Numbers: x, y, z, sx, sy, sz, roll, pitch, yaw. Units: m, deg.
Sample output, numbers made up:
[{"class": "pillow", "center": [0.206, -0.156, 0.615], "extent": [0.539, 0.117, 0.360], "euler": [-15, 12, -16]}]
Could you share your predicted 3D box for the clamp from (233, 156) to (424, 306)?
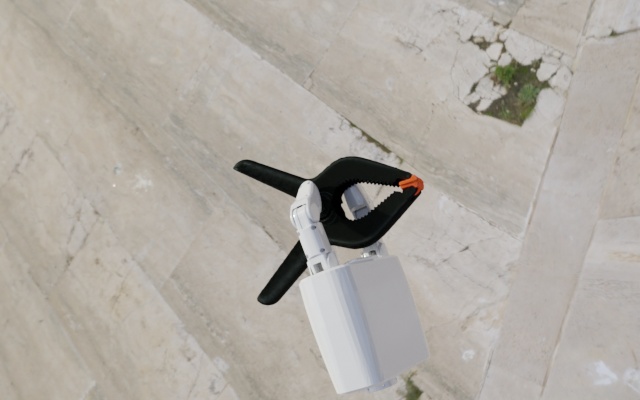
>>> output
[{"class": "clamp", "center": [0.000, 0.002, 0.499], "extent": [0.210, 0.164, 0.036], "euler": [-24, -14, 21]}]
